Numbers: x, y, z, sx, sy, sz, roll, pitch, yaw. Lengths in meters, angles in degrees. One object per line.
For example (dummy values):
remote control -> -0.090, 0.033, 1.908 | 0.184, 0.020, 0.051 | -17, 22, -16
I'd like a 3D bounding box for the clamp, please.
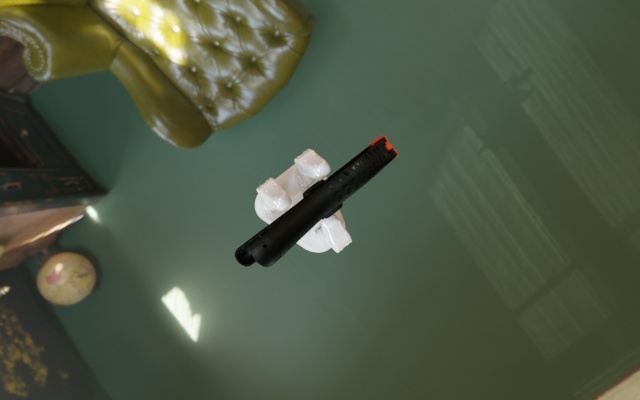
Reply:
clamp -> 0.001, 0.002, 0.488 | 0.210, 0.036, 0.164 | -38, 5, -10
